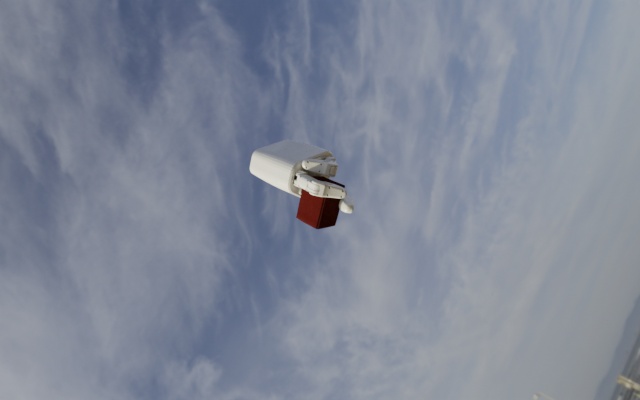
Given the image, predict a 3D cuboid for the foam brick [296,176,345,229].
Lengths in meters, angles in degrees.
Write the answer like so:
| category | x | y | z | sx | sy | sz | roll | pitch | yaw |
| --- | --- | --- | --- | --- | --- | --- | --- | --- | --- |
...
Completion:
| category | x | y | z | sx | sy | sz | roll | pitch | yaw |
| --- | --- | --- | --- | --- | --- | --- | --- | --- | --- |
| foam brick | 0.000 | 0.003 | 0.823 | 0.051 | 0.078 | 0.053 | 23 | 16 | 35 |
